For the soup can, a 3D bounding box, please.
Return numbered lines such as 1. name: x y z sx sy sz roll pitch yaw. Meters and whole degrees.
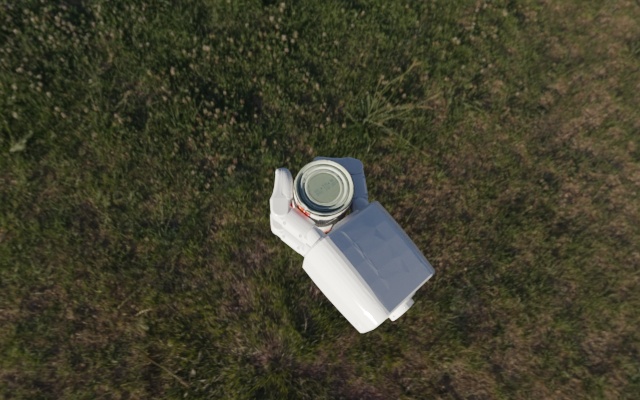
1. soup can: 0.000 0.001 0.562 0.068 0.068 0.102 0 -19 -5
